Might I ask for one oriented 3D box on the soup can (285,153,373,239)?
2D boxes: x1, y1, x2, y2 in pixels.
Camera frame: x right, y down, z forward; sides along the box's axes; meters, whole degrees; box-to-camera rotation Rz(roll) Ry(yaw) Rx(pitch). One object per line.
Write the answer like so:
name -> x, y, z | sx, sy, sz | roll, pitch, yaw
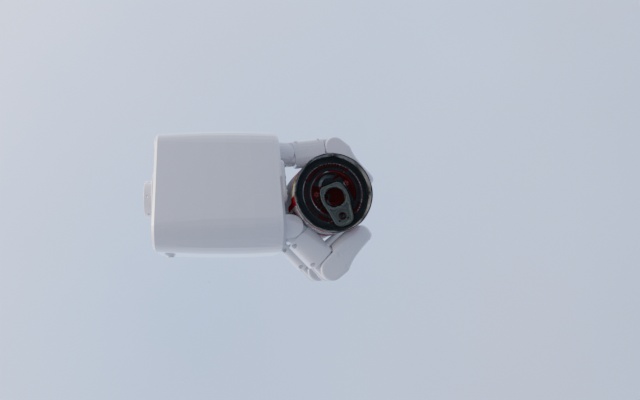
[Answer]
soup can -> 0.000, 0.001, 0.445 | 0.068, 0.068, 0.102 | 0, -9, -13
